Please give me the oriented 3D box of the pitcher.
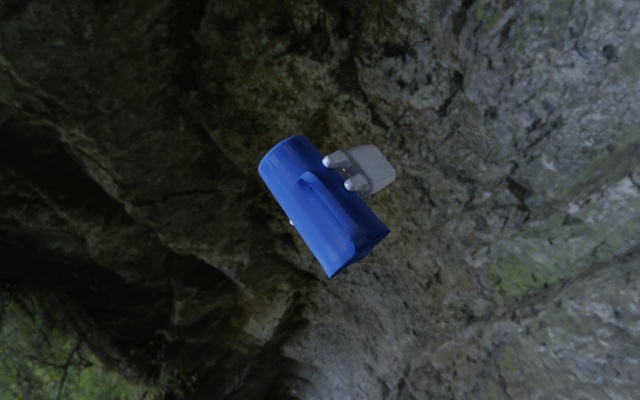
[{"bbox_3d":[0.000,0.003,0.834,0.145,0.243,0.149,-24,-18,-51],"label":"pitcher"}]
